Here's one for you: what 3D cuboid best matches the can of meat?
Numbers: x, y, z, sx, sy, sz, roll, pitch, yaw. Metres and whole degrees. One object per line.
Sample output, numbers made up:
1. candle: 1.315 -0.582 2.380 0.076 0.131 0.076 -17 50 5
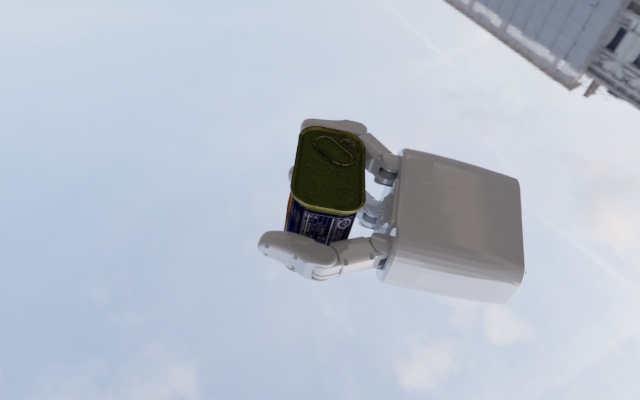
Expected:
1. can of meat: 0.000 0.002 0.403 0.057 0.084 0.102 10 42 -5
